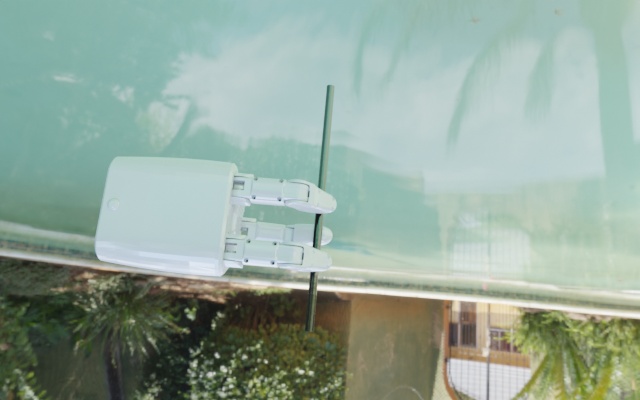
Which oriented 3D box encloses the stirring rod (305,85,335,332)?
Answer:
[{"bbox_3d":[0.000,0.001,0.458,0.011,0.239,0.011,5,-12,1],"label":"stirring rod"}]
